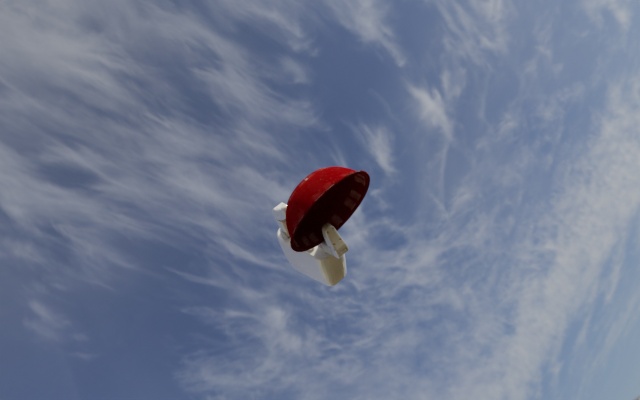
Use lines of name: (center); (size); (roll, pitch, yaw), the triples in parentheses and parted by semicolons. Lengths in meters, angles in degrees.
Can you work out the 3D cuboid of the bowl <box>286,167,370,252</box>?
bowl: (0.000, 0.001, 0.729); (0.055, 0.162, 0.162); (45, 19, 21)
